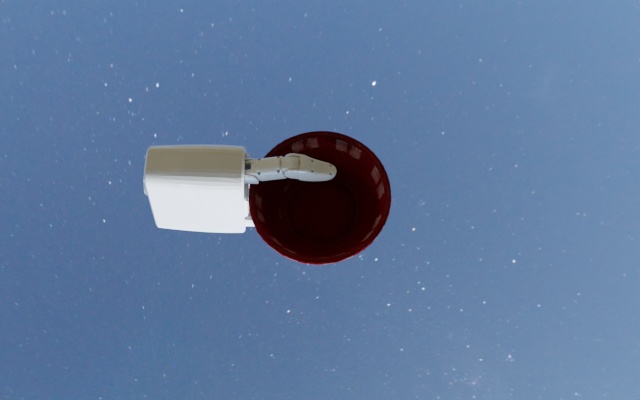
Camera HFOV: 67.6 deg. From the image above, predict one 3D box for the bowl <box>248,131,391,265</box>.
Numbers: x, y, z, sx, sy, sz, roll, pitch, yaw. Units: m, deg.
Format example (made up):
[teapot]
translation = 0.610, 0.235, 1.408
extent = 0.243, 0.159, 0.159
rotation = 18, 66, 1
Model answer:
[bowl]
translation = 0.001, 0.002, 0.560
extent = 0.162, 0.162, 0.055
rotation = 0, -21, 4
